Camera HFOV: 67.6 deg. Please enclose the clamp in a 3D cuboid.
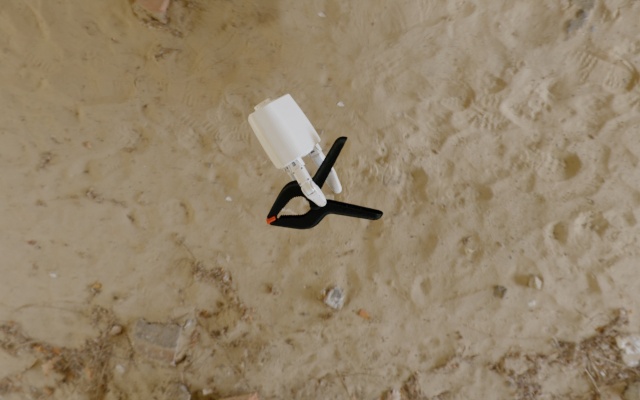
[{"bbox_3d":[-0.001,0.003,0.877,0.210,0.164,0.036,-31,8,13],"label":"clamp"}]
